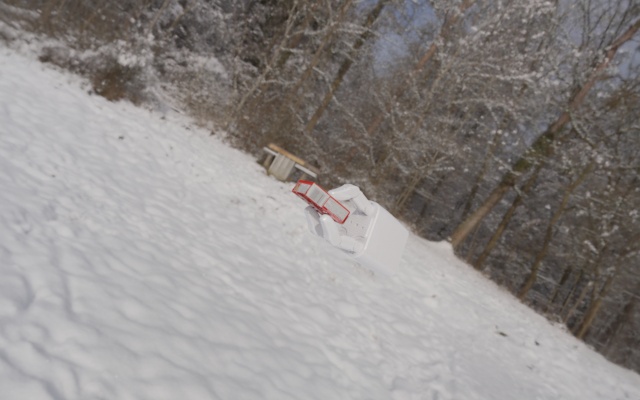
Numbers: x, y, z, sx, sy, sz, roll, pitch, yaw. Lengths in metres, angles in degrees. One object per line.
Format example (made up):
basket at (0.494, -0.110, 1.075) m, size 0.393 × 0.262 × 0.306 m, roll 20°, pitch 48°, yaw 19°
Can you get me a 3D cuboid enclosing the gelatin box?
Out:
gelatin box at (0.000, 0.002, 0.831) m, size 0.089 × 0.030 × 0.073 m, roll 39°, pitch -8°, yaw -21°
